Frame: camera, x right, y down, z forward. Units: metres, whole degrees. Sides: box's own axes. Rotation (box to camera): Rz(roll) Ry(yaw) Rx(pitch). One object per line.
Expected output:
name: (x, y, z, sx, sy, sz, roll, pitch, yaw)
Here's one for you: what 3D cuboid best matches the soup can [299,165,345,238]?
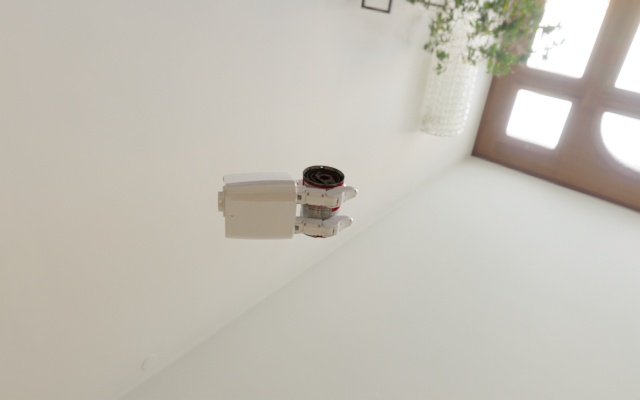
soup can: (0.001, 0.003, 0.782, 0.068, 0.102, 0.068, 5, 30, -3)
